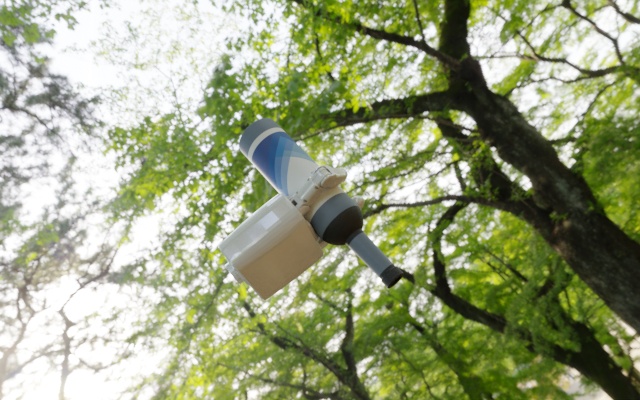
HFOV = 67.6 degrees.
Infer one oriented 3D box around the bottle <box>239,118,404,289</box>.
[{"bbox_3d":[0.000,0.002,0.646,0.295,0.069,0.069,46,23,24],"label":"bottle"}]
